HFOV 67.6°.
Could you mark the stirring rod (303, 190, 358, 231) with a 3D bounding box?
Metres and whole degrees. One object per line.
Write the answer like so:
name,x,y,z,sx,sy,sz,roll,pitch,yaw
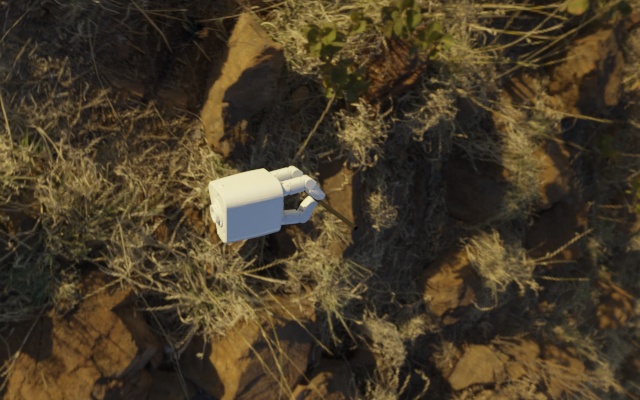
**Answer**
stirring rod,0.000,0.003,0.879,0.011,0.011,0.239,0,21,-31
